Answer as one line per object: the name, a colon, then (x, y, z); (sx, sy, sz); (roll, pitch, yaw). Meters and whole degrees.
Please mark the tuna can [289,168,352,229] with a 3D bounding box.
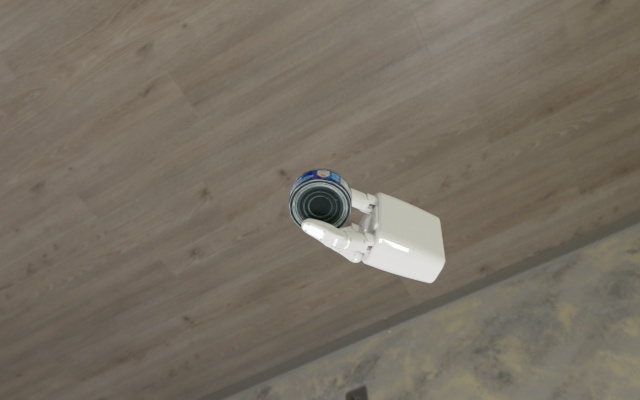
tuna can: (0.000, 0.002, 0.643); (0.086, 0.086, 0.033); (0, 28, 3)
